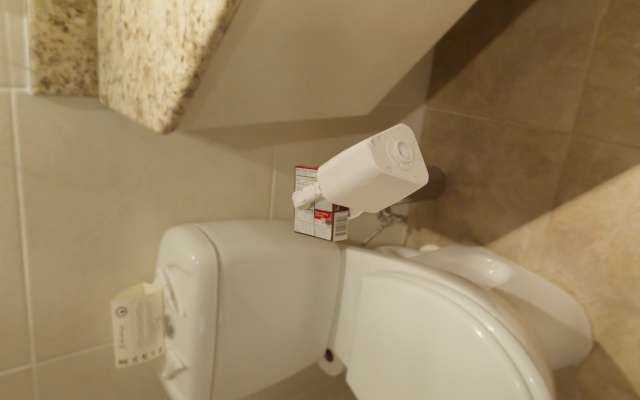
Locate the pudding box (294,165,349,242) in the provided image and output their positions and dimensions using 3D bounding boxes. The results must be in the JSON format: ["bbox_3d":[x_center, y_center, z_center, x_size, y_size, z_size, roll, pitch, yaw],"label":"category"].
[{"bbox_3d":[0.000,0.002,0.752,0.039,0.113,0.090,-5,11,-44],"label":"pudding box"}]
